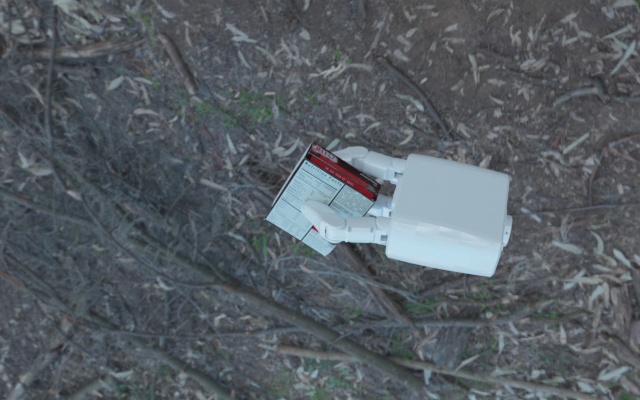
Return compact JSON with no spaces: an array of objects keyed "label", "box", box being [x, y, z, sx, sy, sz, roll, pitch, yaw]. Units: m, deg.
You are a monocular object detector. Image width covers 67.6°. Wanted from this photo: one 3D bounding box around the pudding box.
[{"label":"pudding box","box":[0.000,0.002,0.532,0.090,0.113,0.039,33,39,-6]}]
